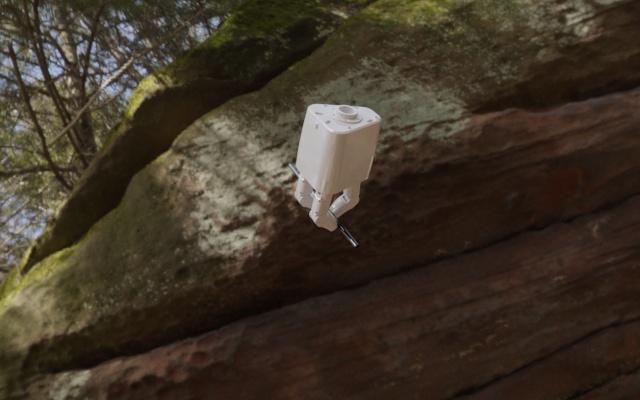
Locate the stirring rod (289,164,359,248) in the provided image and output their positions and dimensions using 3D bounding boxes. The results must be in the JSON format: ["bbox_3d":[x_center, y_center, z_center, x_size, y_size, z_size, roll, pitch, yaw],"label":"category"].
[{"bbox_3d":[0.000,0.003,0.827,0.011,0.011,0.239,0,35,-36],"label":"stirring rod"}]
